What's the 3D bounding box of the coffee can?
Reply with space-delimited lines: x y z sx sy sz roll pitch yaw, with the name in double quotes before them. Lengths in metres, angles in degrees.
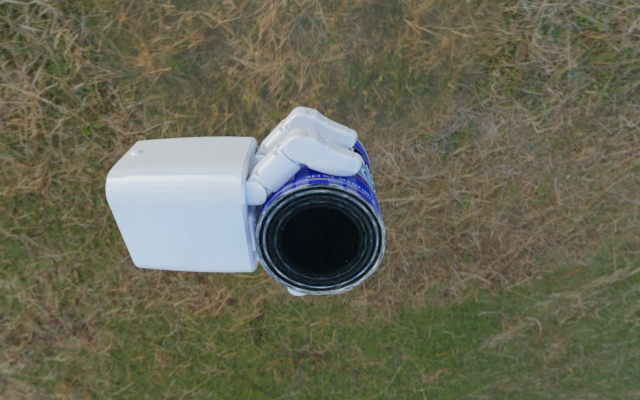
"coffee can" 0.000 0.001 0.432 0.103 0.103 0.140 0 27 0
